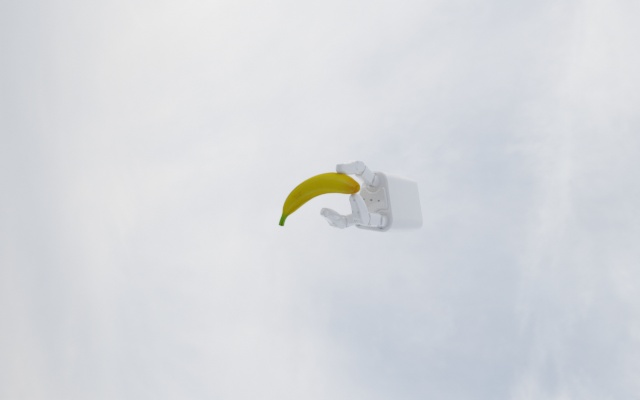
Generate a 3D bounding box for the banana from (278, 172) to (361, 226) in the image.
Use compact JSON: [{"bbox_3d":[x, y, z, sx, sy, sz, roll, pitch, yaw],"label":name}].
[{"bbox_3d":[-0.005,-0.013,0.857,0.037,0.069,0.198,10,-28,-44],"label":"banana"}]
